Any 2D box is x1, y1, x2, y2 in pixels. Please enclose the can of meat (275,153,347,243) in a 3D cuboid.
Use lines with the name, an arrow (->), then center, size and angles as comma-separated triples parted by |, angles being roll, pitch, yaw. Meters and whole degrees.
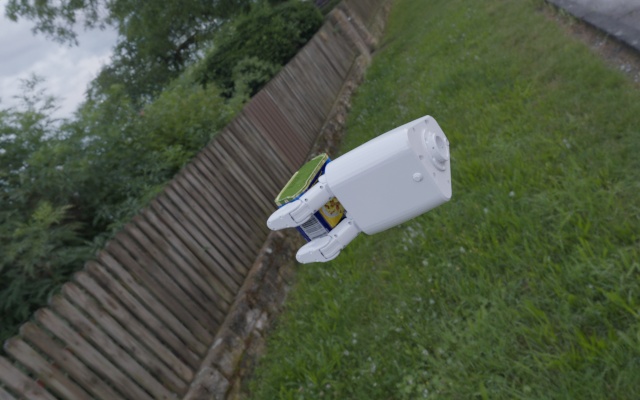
can of meat -> 0.000, 0.002, 0.599 | 0.057, 0.084, 0.102 | -24, 22, 37
